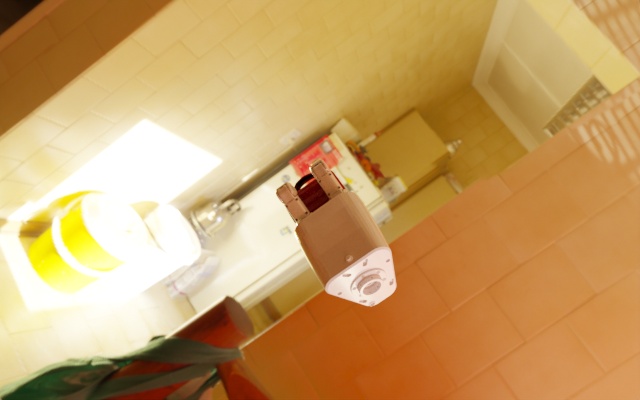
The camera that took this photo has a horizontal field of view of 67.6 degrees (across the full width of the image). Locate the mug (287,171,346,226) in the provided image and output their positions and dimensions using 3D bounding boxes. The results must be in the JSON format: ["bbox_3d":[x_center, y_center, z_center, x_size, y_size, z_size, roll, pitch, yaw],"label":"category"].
[{"bbox_3d":[0.000,0.001,0.702,0.081,0.117,0.093,-35,-43,5],"label":"mug"}]
